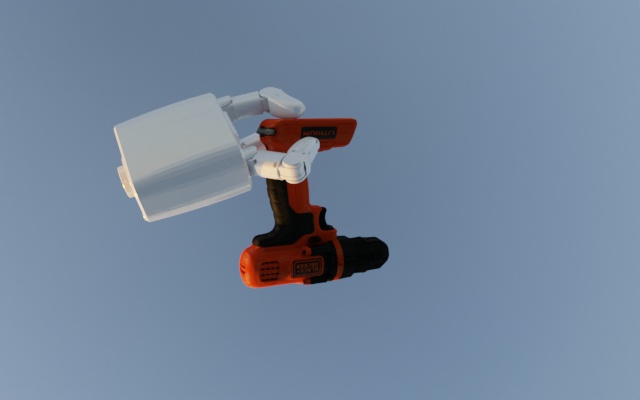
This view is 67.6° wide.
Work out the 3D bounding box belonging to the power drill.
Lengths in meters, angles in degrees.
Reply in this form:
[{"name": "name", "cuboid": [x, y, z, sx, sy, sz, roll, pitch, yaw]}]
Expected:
[{"name": "power drill", "cuboid": [0.000, 0.001, 0.537, 0.184, 0.188, 0.057, -4, 9, -27]}]
